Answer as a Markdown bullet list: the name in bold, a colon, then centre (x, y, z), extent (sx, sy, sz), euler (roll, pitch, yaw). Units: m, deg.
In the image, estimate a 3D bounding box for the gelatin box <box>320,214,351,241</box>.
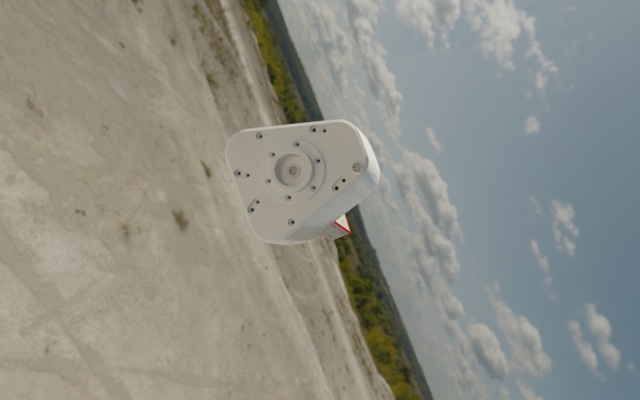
- **gelatin box**: centre (0.001, 0.002, 0.541), extent (0.030, 0.073, 0.089), euler (-23, -19, 12)
